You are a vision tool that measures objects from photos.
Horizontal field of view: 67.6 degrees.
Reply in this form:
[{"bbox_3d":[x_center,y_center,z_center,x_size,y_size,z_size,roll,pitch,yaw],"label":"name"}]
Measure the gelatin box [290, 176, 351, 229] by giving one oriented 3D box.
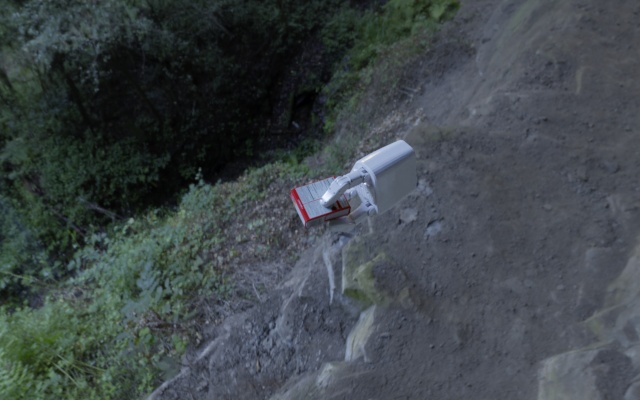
[{"bbox_3d":[0.000,0.003,0.860,0.089,0.073,0.030,-18,-30,-16],"label":"gelatin box"}]
